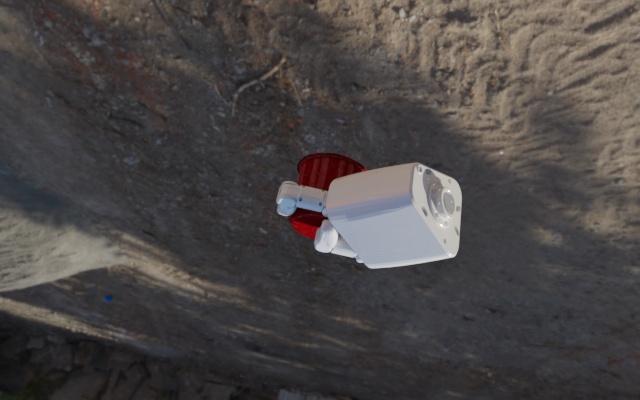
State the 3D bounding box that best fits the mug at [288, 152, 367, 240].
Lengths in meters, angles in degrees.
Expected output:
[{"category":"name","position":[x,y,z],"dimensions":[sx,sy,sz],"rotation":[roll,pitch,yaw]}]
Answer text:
[{"category":"mug","position":[-0.001,0.002,0.599],"dimensions":[0.117,0.081,0.093],"rotation":[-14,-36,41]}]
